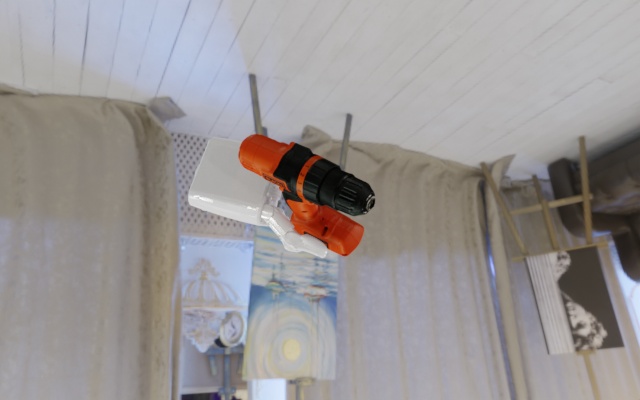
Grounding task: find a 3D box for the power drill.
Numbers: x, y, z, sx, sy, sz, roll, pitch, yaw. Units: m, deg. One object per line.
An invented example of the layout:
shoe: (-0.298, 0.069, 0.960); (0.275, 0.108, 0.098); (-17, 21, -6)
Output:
power drill: (0.000, 0.002, 0.602); (0.184, 0.057, 0.188); (27, -19, 29)
